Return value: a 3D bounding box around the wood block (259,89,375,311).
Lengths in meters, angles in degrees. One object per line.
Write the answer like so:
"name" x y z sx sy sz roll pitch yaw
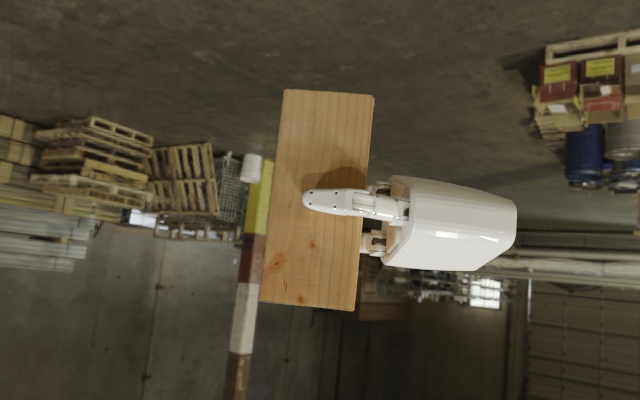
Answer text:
"wood block" 0.000 0.002 0.491 0.090 0.206 0.091 5 -9 5
